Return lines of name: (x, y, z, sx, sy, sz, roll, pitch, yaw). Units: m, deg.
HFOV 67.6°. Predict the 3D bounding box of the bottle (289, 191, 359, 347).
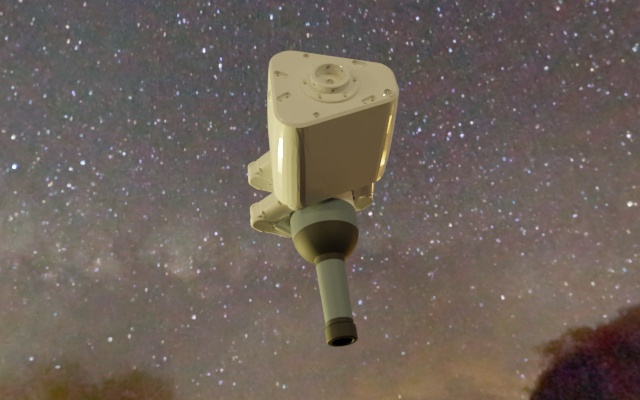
bottle: (0.000, 0.001, 0.492, 0.069, 0.295, 0.069, -6, -35, -4)
